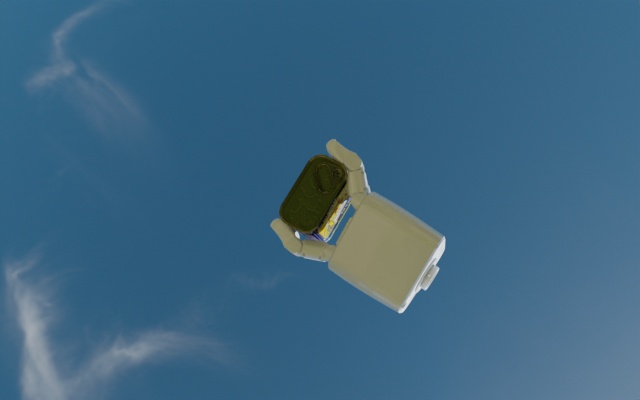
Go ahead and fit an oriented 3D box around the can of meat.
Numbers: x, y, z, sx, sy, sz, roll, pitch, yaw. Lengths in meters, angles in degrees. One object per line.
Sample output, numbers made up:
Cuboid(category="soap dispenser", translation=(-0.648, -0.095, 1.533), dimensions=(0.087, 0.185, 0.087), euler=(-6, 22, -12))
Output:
Cuboid(category="can of meat", translation=(0.000, 0.002, 0.637), dimensions=(0.057, 0.102, 0.084), euler=(28, -8, 20))
